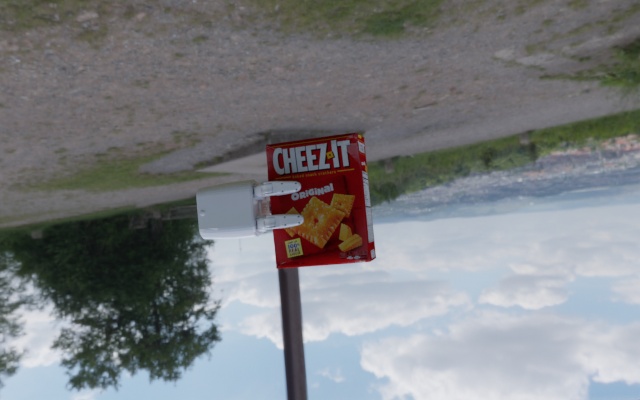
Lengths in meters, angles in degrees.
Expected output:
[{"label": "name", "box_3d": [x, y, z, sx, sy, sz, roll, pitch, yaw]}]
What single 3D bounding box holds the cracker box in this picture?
[{"label": "cracker box", "box_3d": [0.000, 0.003, 0.812, 0.164, 0.213, 0.072, -6, -3, 14]}]
